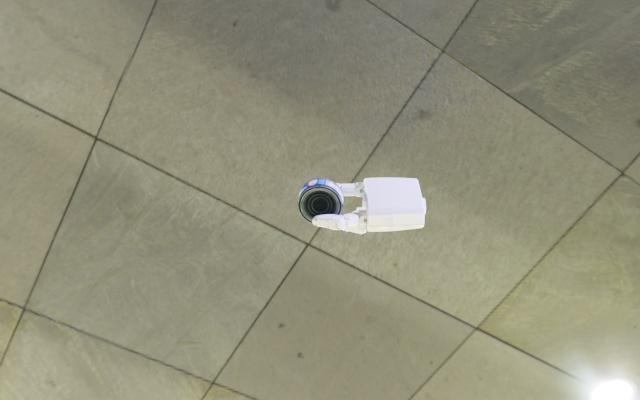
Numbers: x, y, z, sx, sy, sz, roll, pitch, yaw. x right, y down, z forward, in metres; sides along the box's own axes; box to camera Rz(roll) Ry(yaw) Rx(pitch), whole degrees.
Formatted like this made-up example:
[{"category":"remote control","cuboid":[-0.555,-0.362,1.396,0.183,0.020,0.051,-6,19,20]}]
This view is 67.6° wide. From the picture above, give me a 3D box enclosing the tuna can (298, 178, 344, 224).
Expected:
[{"category":"tuna can","cuboid":[0.000,0.003,0.896,0.086,0.086,0.033,0,27,4]}]
